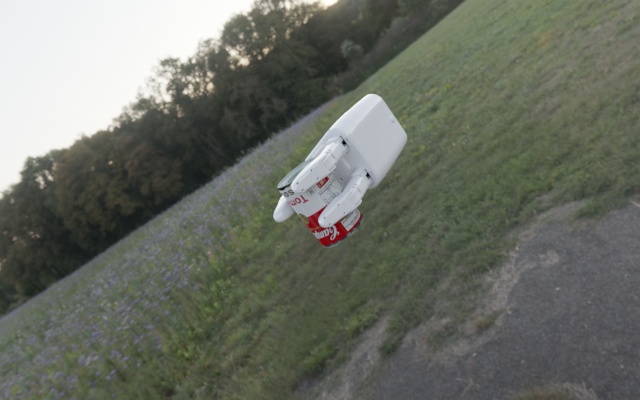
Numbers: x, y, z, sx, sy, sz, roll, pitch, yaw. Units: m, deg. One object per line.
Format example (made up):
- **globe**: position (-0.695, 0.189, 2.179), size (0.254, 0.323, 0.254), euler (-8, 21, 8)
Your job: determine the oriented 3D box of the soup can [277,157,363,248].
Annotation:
- **soup can**: position (0.000, 0.002, 0.626), size (0.068, 0.102, 0.068), euler (-35, 15, 11)
